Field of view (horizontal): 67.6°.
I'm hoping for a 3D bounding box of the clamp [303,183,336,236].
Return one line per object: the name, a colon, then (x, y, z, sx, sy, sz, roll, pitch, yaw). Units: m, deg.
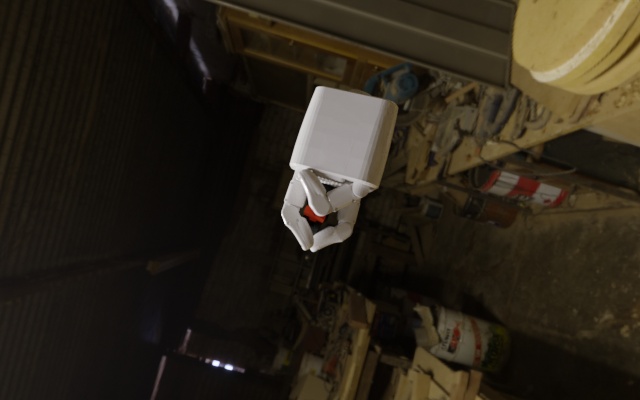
clamp: (-0.001, 0.002, 0.670, 0.039, 0.120, 0.171, 17, -4, -2)
